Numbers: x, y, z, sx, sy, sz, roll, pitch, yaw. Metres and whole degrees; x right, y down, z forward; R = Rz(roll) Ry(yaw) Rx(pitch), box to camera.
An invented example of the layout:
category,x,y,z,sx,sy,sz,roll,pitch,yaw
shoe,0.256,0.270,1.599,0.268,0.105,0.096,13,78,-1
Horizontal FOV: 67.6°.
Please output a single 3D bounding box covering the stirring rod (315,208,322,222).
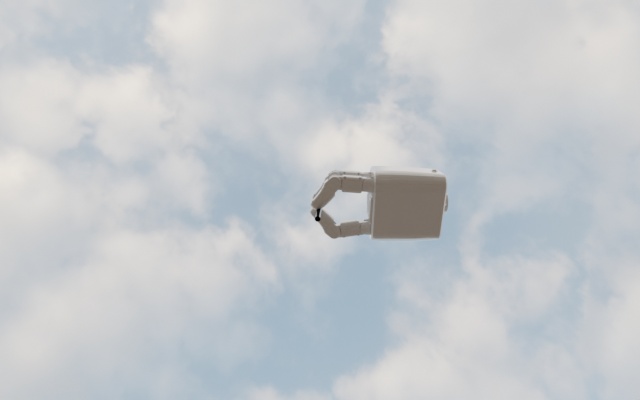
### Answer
category,x,y,z,sx,sy,sz,roll,pitch,yaw
stirring rod,0.000,0.003,0.767,0.011,0.011,0.239,0,11,2
